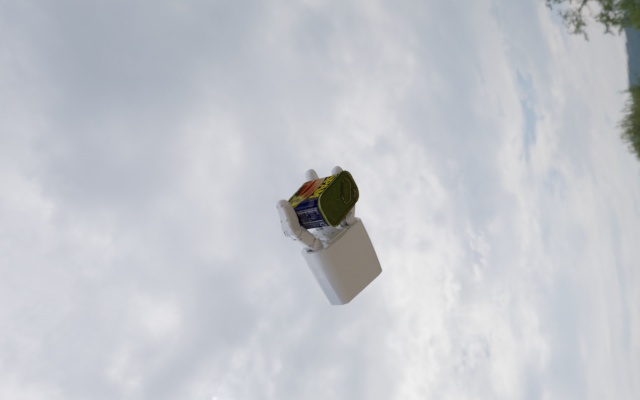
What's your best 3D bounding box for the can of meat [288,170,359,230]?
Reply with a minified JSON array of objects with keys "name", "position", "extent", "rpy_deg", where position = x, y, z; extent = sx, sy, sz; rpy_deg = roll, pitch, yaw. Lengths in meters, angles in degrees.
[{"name":"can of meat","position":[0.000,0.003,0.756],"extent":[0.084,0.057,0.102],"rpy_deg":[-12,25,40]}]
